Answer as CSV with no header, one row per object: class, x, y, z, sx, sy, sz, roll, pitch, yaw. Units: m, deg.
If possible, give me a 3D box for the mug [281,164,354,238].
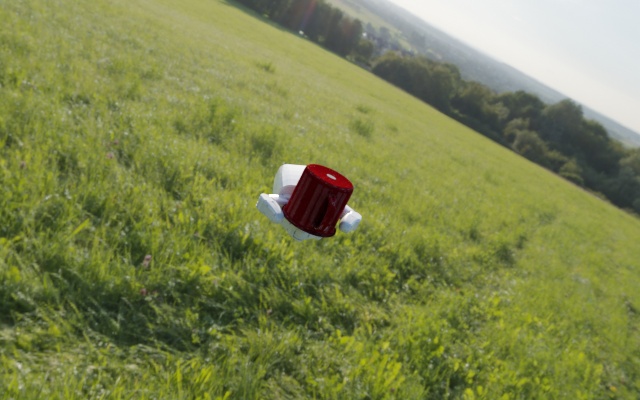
mug,0.000,0.003,0.715,0.093,0.081,0.117,20,21,-17
